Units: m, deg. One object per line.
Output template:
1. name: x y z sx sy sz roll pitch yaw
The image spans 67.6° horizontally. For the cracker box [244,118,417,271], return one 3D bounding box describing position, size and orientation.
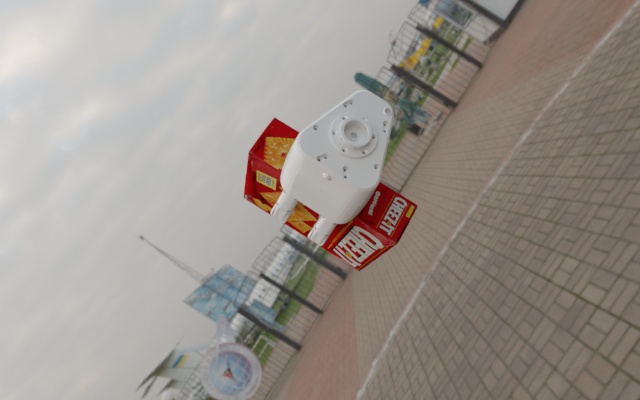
1. cracker box: 0.000 0.002 0.657 0.213 0.072 0.164 33 -23 1
